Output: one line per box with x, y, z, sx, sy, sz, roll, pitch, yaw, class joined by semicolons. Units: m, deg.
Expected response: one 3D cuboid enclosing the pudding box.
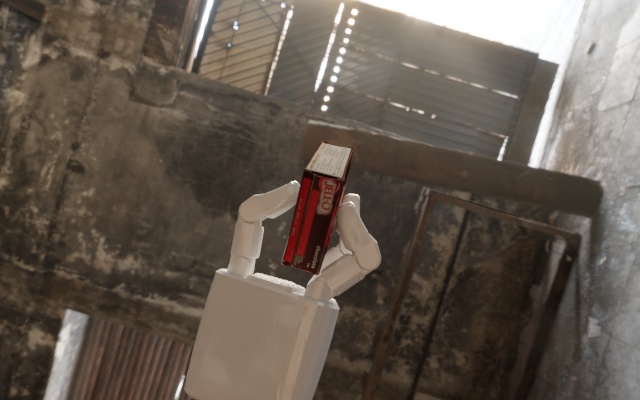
0.000;0.001;0.438;0.039;0.090;0.113;16;21;0;pudding box
